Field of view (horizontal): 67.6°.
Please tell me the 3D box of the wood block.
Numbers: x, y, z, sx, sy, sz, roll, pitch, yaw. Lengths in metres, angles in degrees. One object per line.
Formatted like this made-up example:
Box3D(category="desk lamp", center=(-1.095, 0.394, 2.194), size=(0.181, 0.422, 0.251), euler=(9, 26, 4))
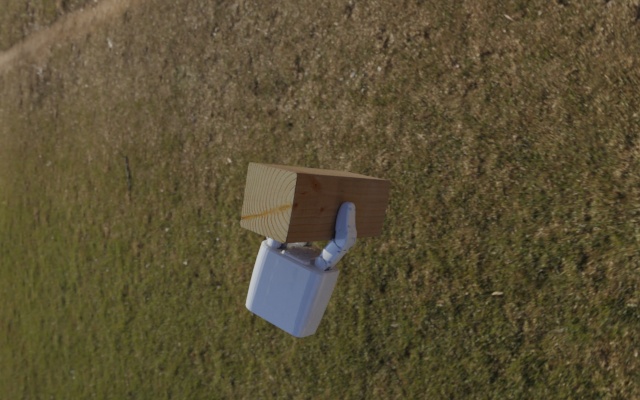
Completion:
Box3D(category="wood block", center=(0.000, 0.003, 0.676), size=(0.091, 0.090, 0.206), euler=(16, 10, 40))
